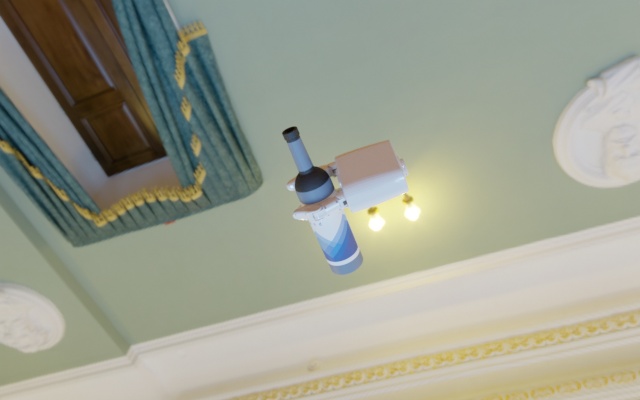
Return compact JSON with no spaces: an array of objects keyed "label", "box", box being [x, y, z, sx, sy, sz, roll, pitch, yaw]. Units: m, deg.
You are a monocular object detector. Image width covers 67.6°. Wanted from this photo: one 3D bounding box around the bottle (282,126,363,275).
[{"label":"bottle","box":[0.000,0.003,0.859,0.069,0.296,0.069,-18,28,10]}]
